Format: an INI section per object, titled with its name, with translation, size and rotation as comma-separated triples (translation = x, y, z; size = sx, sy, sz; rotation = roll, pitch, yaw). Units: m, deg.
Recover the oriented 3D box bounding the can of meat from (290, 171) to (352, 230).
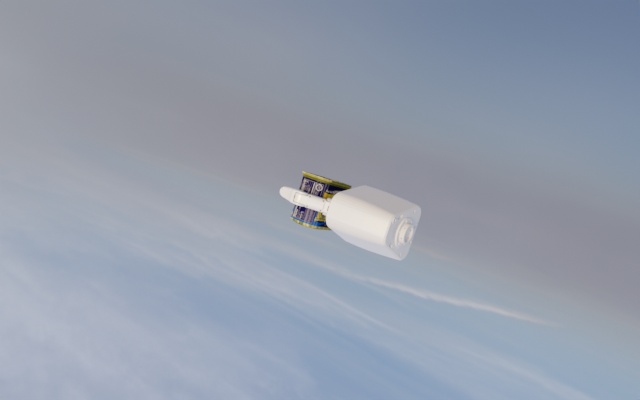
[can of meat]
translation = 0.000, 0.003, 0.806
size = 0.057, 0.084, 0.102
rotation = 20, 5, 30
